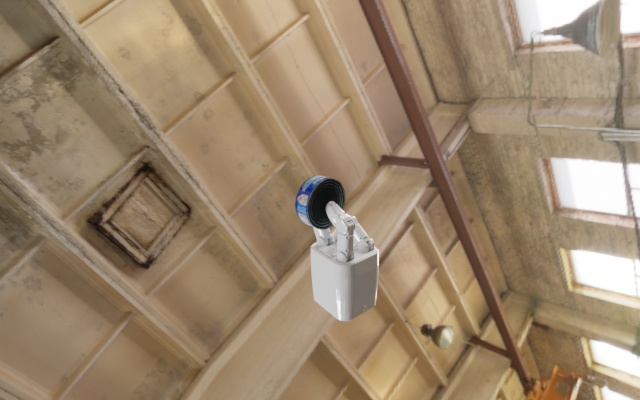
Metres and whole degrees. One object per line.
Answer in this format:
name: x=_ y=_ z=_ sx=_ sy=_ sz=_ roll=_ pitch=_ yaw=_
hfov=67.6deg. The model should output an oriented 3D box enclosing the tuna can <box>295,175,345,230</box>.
tuna can: x=0.000 y=0.002 z=0.784 sx=0.086 sy=0.086 sz=0.033 roll=0 pitch=13 yaw=-45
